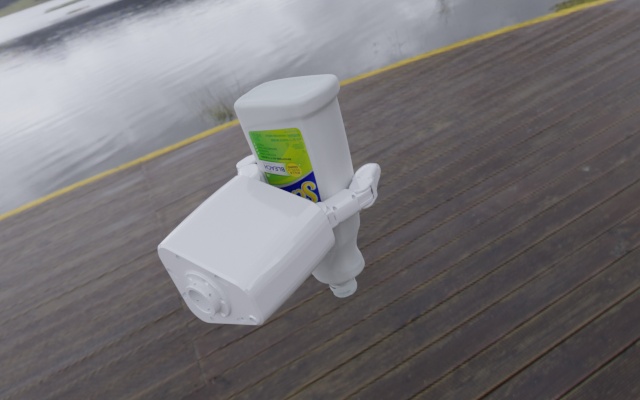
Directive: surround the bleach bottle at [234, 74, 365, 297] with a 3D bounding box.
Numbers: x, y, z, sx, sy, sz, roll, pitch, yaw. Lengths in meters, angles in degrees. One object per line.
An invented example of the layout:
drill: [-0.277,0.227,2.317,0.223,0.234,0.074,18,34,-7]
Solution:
bleach bottle: [0.000,0.002,0.497,0.102,0.251,0.068,5,37,36]
